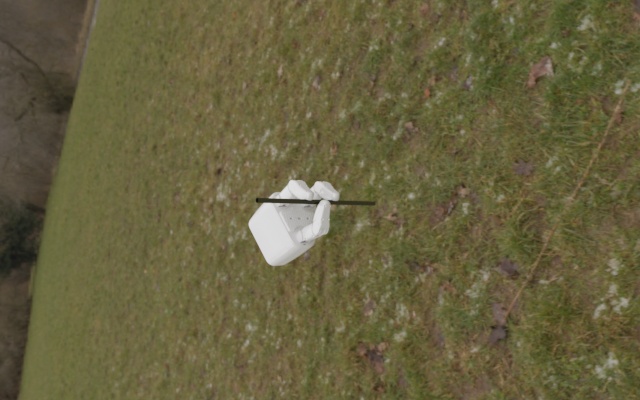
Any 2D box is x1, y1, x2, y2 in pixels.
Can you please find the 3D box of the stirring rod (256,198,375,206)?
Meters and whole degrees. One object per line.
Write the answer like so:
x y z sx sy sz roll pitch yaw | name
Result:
0.000 0.003 0.805 0.239 0.011 0.011 2 -1 -35 | stirring rod
